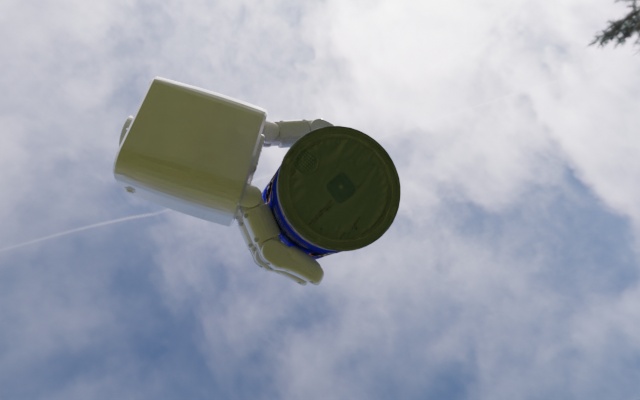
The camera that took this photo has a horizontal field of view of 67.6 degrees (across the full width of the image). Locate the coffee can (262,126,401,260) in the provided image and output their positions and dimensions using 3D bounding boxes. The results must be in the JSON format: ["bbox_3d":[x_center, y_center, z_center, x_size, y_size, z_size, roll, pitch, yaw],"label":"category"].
[{"bbox_3d":[0.000,0.001,0.446,0.103,0.103,0.140,0,-10,-14],"label":"coffee can"}]
